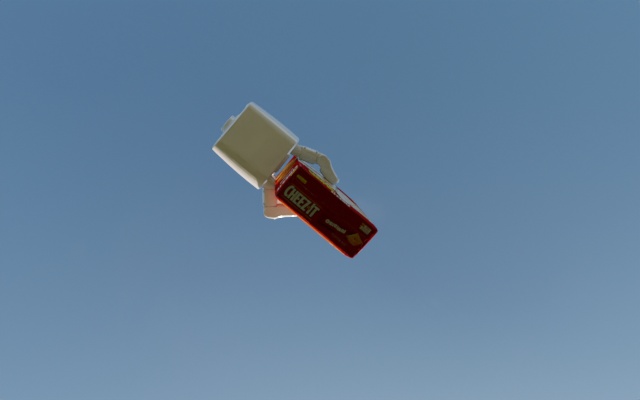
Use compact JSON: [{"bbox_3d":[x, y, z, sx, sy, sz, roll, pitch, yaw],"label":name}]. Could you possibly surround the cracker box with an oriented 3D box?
[{"bbox_3d":[0.000,0.003,0.840,0.164,0.072,0.213,39,5,-10],"label":"cracker box"}]
